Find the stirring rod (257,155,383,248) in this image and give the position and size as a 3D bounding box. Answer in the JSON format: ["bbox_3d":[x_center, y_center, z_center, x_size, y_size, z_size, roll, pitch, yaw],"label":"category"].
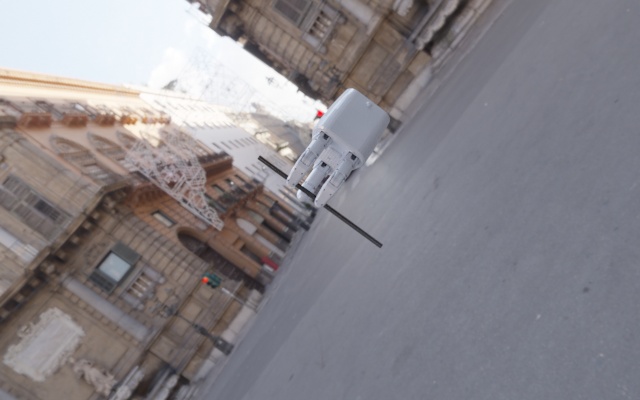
[{"bbox_3d":[0.000,0.002,0.756,0.239,0.011,0.011,36,-2,-3],"label":"stirring rod"}]
